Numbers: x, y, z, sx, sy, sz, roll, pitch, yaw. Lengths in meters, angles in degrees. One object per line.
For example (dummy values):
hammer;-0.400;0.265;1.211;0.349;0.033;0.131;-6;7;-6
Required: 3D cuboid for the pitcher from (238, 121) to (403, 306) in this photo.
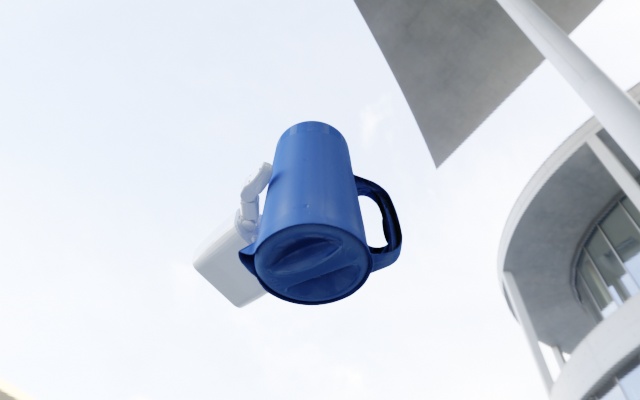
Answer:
pitcher;0.000;0.002;0.613;0.149;0.242;0.145;36;-59;-27
